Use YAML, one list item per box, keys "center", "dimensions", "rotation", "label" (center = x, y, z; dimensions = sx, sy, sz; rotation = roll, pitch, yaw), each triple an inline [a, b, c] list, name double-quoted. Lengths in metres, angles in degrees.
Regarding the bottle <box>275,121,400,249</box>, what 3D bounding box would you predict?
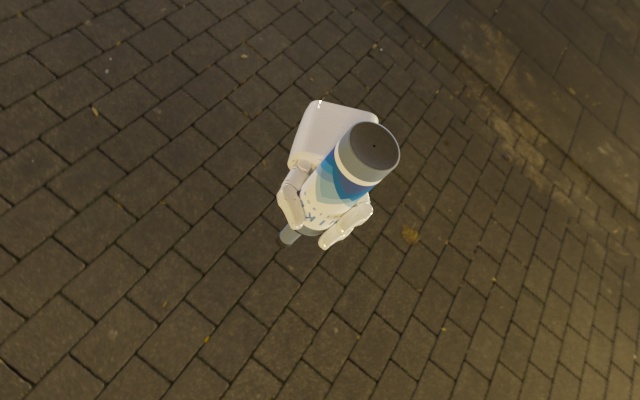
- center: [0.000, 0.002, 0.645]
  dimensions: [0.069, 0.069, 0.296]
  rotation: [0, -25, -27]
  label: "bottle"
